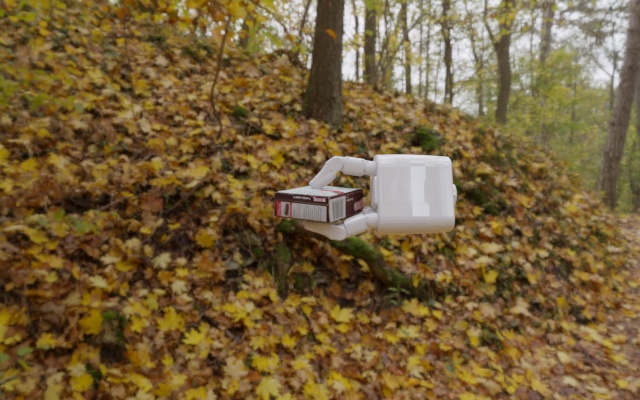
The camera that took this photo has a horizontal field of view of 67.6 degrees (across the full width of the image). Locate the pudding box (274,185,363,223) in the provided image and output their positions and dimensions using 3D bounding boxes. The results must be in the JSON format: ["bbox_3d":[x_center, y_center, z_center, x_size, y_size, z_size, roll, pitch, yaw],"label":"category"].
[{"bbox_3d":[0.000,0.002,0.691,0.090,0.039,0.113,5,8,28],"label":"pudding box"}]
